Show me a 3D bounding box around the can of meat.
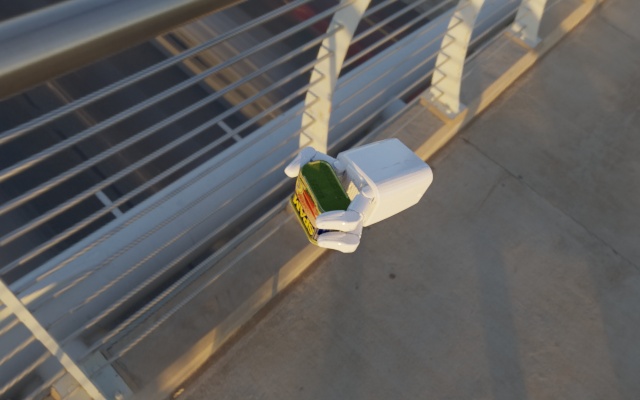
[{"bbox_3d":[0.000,0.002,0.715,0.057,0.102,0.084,-17,-27,-23],"label":"can of meat"}]
